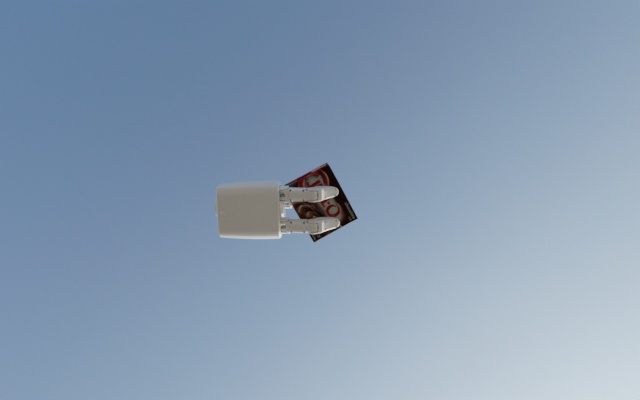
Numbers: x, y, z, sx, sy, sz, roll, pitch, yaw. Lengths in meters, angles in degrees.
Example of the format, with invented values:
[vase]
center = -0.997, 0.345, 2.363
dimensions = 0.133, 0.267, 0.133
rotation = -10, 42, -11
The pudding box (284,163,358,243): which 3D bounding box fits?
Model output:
[pudding box]
center = 0.000, 0.003, 0.842
dimensions = 0.090, 0.113, 0.039
rotation = -29, 13, 3
